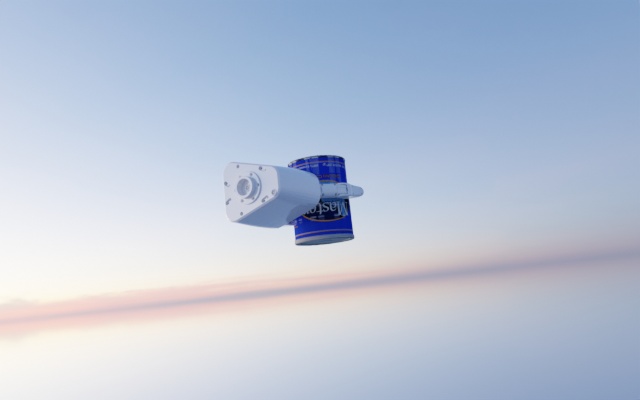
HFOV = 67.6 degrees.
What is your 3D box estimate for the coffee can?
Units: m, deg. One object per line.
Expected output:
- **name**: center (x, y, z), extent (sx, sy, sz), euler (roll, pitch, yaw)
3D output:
- **coffee can**: center (0.000, 0.003, 0.826), extent (0.103, 0.140, 0.103), euler (-6, -10, -1)
